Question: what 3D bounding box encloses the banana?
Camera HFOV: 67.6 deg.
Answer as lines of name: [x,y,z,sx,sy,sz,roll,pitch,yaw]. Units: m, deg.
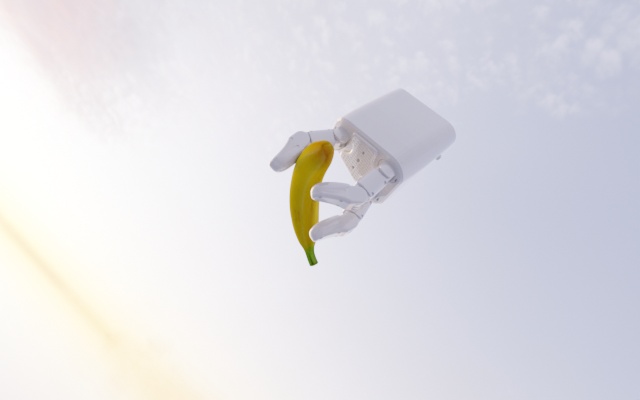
banana: [-0.011,-0.007,0.574,0.037,0.198,0.069,-24,52,-25]
